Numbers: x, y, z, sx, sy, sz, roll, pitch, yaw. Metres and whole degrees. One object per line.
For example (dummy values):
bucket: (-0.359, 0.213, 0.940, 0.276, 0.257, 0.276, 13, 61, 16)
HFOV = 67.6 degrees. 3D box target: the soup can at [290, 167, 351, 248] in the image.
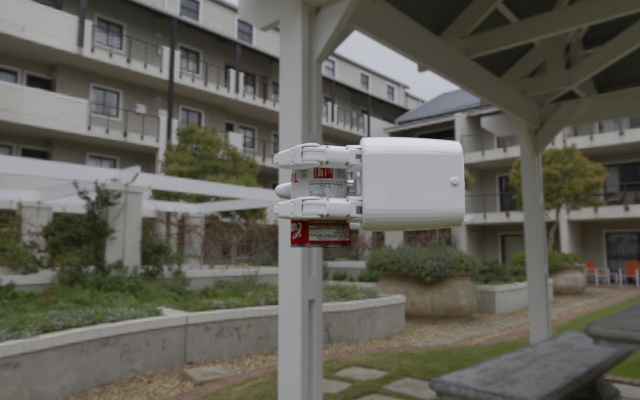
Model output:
soup can: (0.000, 0.001, 0.535, 0.068, 0.102, 0.068, 0, -6, 0)
